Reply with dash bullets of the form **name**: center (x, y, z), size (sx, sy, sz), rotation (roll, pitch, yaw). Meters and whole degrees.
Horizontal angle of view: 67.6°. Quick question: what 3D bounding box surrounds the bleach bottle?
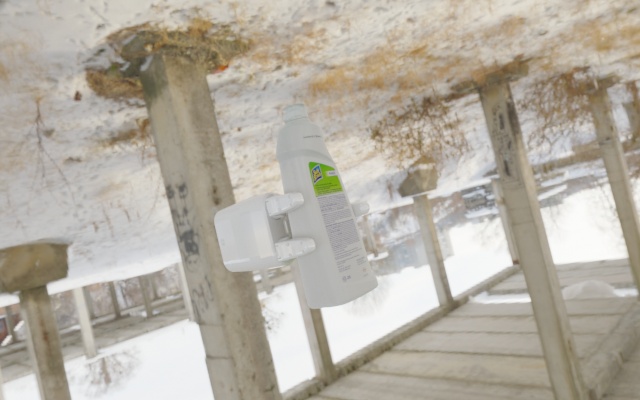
- **bleach bottle**: center (0.000, 0.002, 0.607), size (0.068, 0.251, 0.102), rotation (-15, -2, 35)
